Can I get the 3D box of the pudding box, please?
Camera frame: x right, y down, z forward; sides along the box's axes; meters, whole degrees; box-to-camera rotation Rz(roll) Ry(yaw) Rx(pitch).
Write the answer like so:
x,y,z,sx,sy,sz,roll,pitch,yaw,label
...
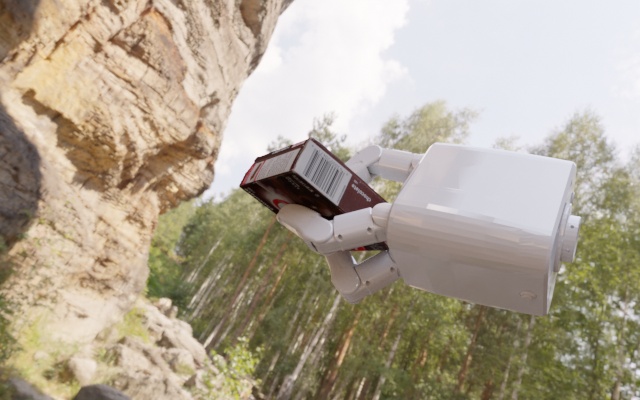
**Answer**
x,y,z,sx,sy,sz,roll,pitch,yaw,label
0.000,0.001,0.405,0.113,0.039,0.090,41,-28,-24,pudding box
